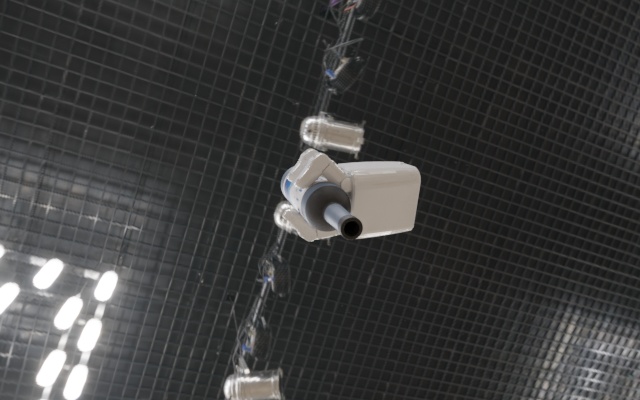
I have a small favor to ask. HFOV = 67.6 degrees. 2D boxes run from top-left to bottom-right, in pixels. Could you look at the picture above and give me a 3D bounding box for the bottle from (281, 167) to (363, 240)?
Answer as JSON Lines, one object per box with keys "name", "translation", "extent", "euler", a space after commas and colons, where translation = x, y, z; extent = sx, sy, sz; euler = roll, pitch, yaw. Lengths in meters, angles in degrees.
{"name": "bottle", "translation": [0.000, 0.002, 0.690], "extent": [0.069, 0.069, 0.295], "euler": [0, 12, -15]}
